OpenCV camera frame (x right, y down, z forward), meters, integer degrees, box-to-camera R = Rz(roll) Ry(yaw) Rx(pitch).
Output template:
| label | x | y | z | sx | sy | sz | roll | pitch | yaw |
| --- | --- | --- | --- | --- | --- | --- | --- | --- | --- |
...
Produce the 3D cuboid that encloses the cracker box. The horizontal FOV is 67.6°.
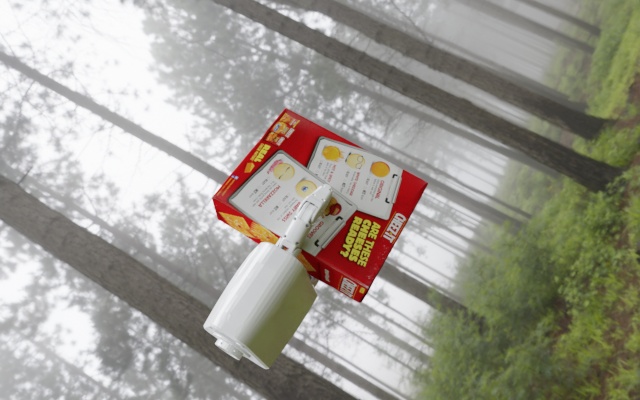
| label | x | y | z | sx | sy | sz | roll | pitch | yaw |
| --- | --- | --- | --- | --- | --- | --- | --- | --- | --- |
| cracker box | 0.000 | 0.002 | 0.604 | 0.213 | 0.164 | 0.072 | 29 | -26 | 10 |
